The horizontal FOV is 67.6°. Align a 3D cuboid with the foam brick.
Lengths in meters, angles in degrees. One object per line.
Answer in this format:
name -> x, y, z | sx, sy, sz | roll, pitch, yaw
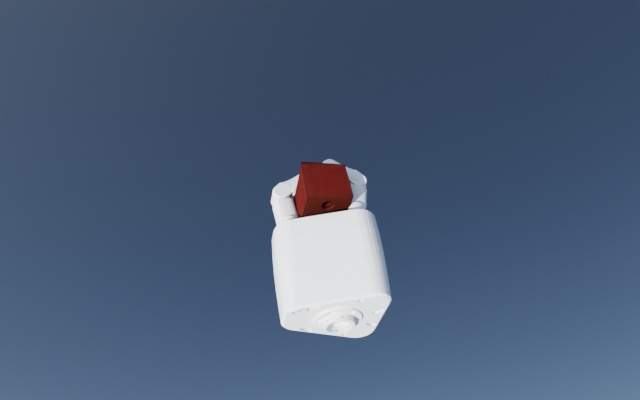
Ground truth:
foam brick -> 0.000, 0.002, 0.545 | 0.053, 0.051, 0.078 | 0, -42, -14
